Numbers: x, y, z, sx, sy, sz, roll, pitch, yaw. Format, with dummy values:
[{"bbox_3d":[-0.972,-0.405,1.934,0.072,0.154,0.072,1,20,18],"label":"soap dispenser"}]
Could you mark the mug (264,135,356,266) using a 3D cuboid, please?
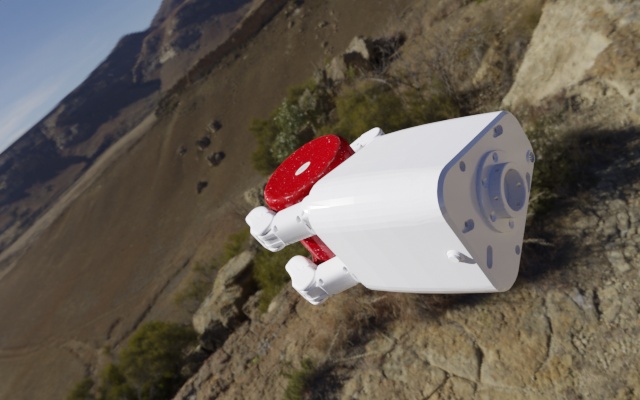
[{"bbox_3d":[-0.001,0.001,0.408,0.117,0.093,0.081,-9,-50,48],"label":"mug"}]
